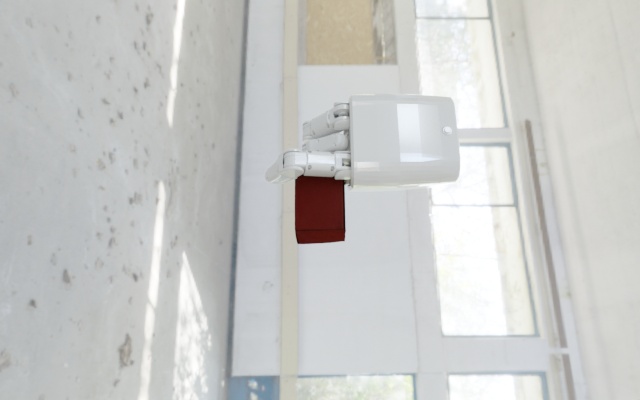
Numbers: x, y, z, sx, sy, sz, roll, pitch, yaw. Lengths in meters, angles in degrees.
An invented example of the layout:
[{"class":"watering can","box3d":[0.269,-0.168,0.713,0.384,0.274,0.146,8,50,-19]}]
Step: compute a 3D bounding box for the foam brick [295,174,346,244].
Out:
[{"class":"foam brick","box3d":[0.000,0.002,0.495,0.051,0.078,0.053,-1,-18,0]}]
